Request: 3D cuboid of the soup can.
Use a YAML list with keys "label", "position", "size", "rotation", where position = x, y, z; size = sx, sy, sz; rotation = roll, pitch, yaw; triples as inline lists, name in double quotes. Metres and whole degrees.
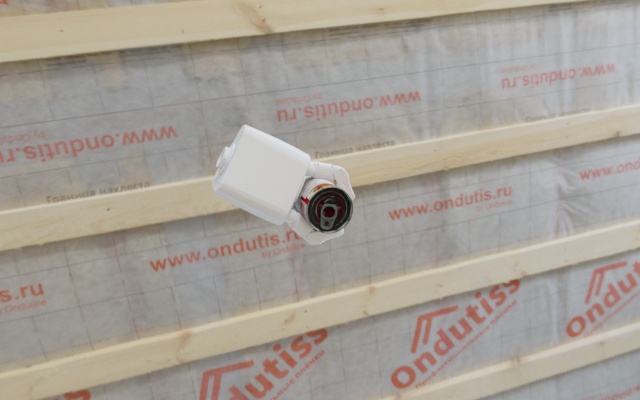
- label: "soup can"
  position: [0.001, 0.002, 0.711]
  size: [0.068, 0.068, 0.102]
  rotation: [0, 13, -16]
